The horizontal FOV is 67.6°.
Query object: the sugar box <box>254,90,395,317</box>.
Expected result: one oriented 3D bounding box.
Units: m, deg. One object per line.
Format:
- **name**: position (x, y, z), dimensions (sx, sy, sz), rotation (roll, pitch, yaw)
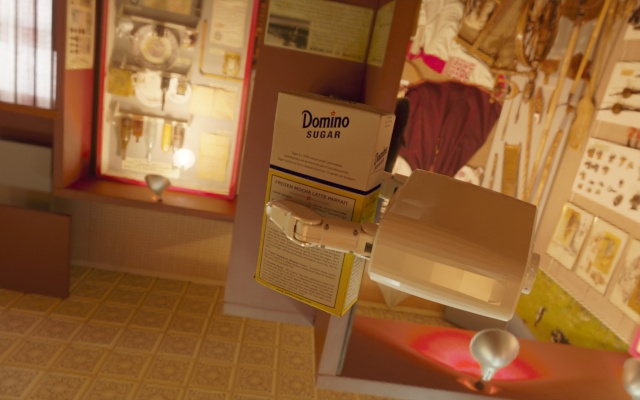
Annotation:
- **sugar box**: position (0.000, 0.001, 0.413), dimensions (0.093, 0.176, 0.048), rotation (18, 18, 21)
